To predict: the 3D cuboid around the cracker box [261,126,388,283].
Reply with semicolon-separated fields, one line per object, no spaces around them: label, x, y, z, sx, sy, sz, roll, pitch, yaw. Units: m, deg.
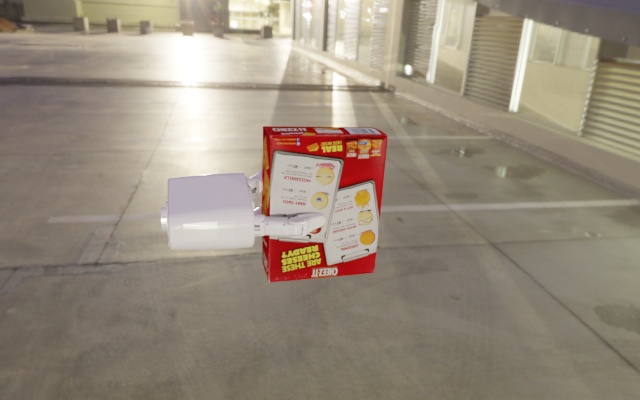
cracker box;0.000;0.002;0.687;0.164;0.214;0.072;-3;22;-15
